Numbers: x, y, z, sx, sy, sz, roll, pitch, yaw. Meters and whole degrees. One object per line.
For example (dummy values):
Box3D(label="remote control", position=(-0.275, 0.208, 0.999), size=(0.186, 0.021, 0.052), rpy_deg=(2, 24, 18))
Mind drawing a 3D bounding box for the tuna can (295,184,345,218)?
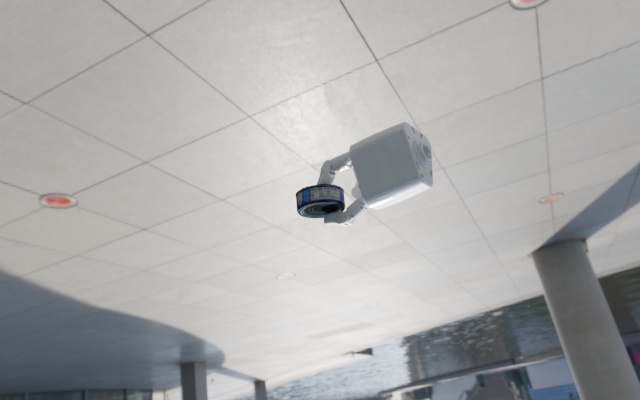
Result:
Box3D(label="tuna can", position=(0.000, 0.003, 0.831), size=(0.086, 0.033, 0.086), rpy_deg=(-5, -20, -2))
